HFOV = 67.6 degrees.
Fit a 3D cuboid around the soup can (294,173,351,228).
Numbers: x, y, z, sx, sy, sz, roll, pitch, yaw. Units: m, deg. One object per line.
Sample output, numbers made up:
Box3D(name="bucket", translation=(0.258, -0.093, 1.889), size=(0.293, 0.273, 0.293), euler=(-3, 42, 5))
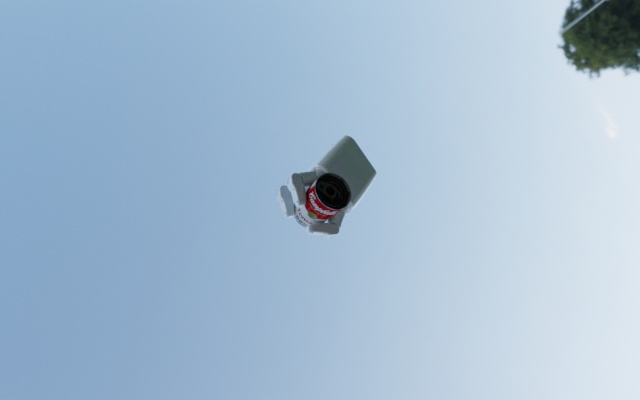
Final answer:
Box3D(name="soup can", translation=(0.000, 0.003, 0.845), size=(0.068, 0.068, 0.102), euler=(0, -22, -28))
